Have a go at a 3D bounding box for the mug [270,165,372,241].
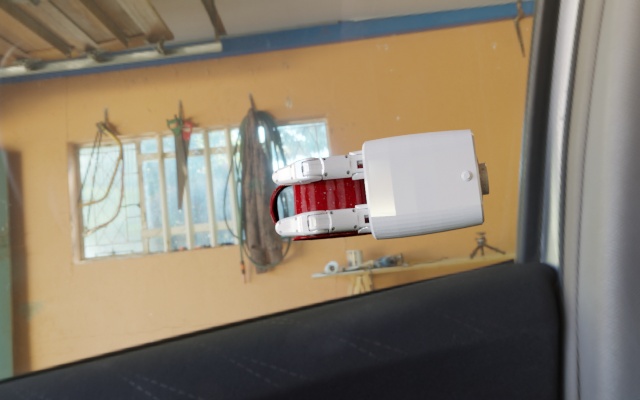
[{"bbox_3d":[-0.001,0.002,0.534,0.117,0.081,0.093,-7,-6,14],"label":"mug"}]
